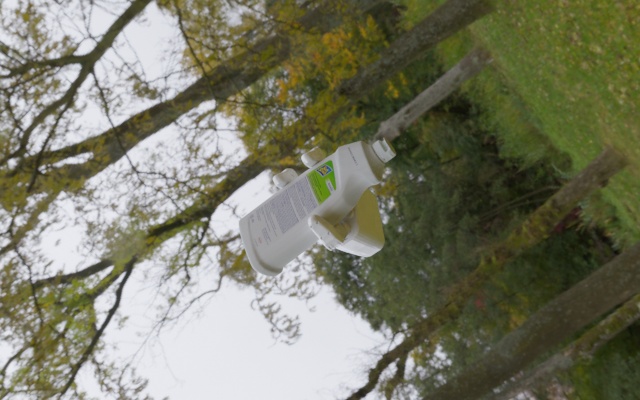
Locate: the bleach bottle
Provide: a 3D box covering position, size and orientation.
[{"bbox_3d":[0.000,0.002,0.678,0.251,0.102,0.068,-35,-32,18],"label":"bleach bottle"}]
